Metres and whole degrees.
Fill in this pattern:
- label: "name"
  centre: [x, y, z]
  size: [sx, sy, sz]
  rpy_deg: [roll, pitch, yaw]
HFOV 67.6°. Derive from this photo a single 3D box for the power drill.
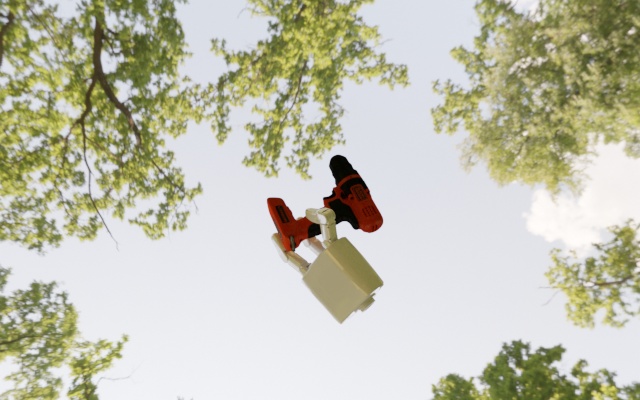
- label: "power drill"
  centre: [0.000, 0.003, 0.882]
  size: [0.187, 0.184, 0.057]
  rpy_deg: [-20, -37, -10]
